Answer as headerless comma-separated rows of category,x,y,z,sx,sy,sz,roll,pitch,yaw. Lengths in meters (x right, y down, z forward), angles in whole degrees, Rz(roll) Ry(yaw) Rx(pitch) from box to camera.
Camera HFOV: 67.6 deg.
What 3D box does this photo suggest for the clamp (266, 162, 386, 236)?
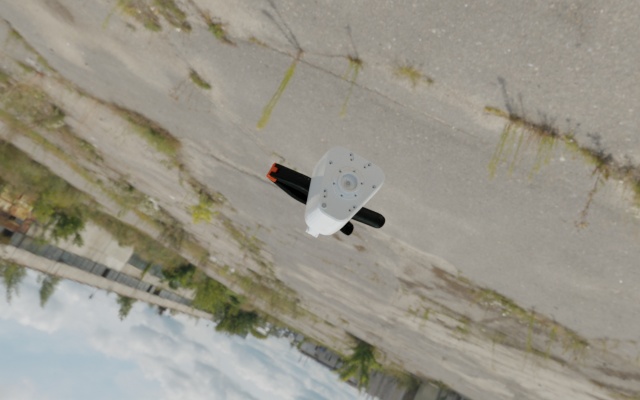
clamp,-0.001,0.003,0.847,0.210,0.036,0.164,29,-17,-3
